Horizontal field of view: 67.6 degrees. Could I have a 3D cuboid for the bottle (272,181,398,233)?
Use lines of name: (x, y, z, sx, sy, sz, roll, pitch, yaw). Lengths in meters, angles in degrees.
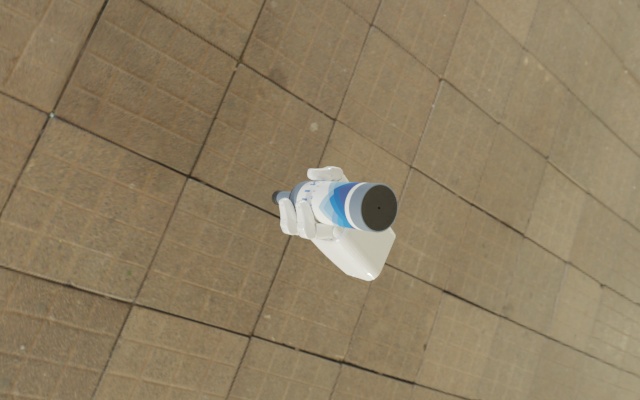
bottle: (0.000, 0.002, 0.760, 0.069, 0.069, 0.295, 0, 3, -32)
